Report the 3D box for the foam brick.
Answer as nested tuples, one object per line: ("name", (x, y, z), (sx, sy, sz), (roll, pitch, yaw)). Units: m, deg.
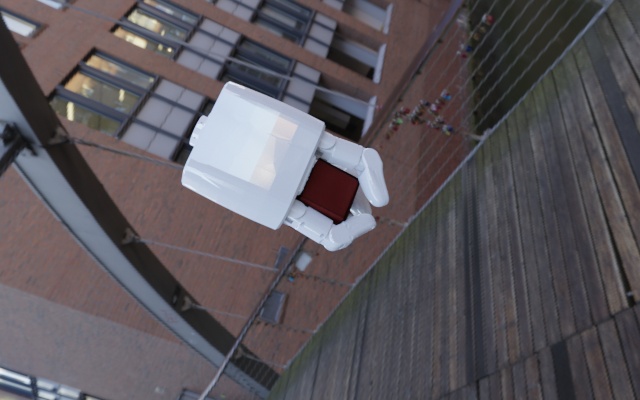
("foam brick", (0.000, 0.002, 0.512), (0.051, 0.053, 0.078), (26, -30, -7))
